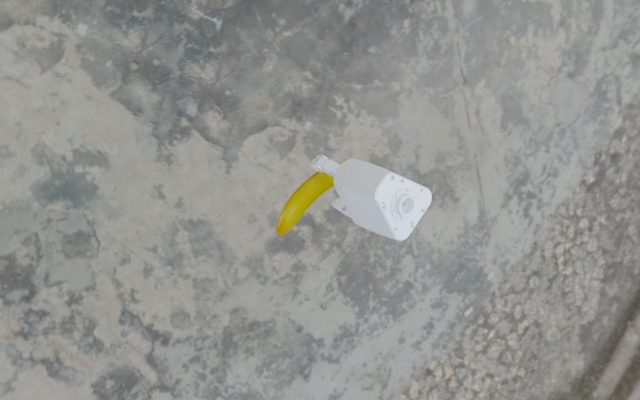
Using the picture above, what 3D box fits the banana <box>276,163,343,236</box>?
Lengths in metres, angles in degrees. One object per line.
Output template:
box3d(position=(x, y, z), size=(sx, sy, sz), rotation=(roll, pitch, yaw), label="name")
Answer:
box3d(position=(-0.003, -0.014, 0.831), size=(0.197, 0.070, 0.037), rotation=(-33, 31, -22), label="banana")
